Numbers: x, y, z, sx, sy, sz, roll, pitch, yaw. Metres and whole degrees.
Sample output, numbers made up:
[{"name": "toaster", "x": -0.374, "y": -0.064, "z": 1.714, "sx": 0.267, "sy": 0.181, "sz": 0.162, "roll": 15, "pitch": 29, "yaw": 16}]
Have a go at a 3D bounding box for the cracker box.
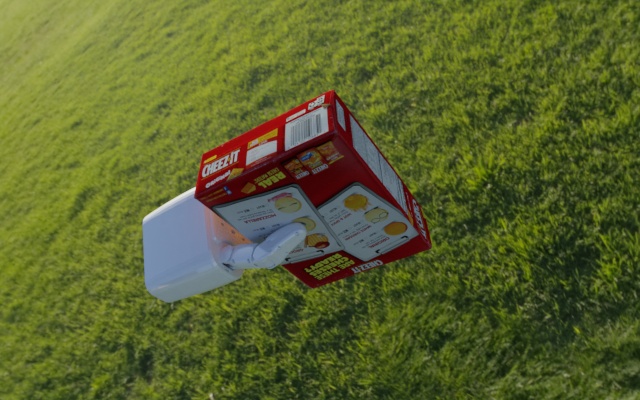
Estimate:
[{"name": "cracker box", "x": 0.000, "y": 0.002, "z": 0.517, "sx": 0.164, "sy": 0.072, "sz": 0.214, "roll": -23, "pitch": -44, "yaw": 24}]
